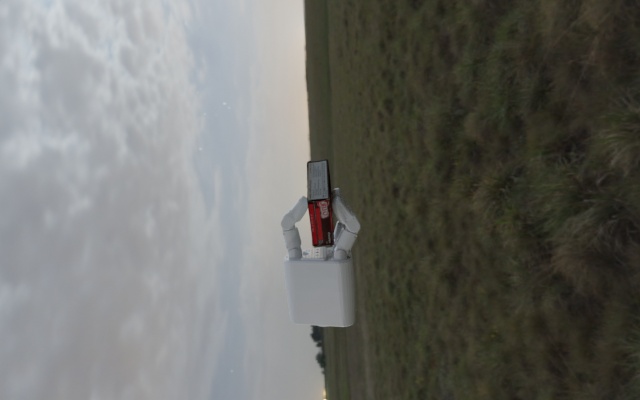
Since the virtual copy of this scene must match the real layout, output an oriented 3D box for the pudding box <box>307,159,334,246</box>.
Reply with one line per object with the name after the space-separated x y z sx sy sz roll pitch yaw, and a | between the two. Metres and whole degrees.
0.000 0.003 0.747 0.039 0.090 0.113 -5 36 0 | pudding box
